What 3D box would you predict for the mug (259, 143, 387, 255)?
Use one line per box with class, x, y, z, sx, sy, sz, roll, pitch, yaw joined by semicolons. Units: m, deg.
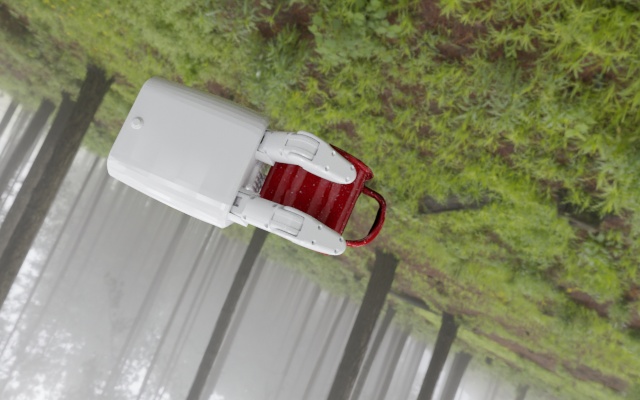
mug;0.001;0.002;0.423;0.117;0.081;0.093;23;-8;3
